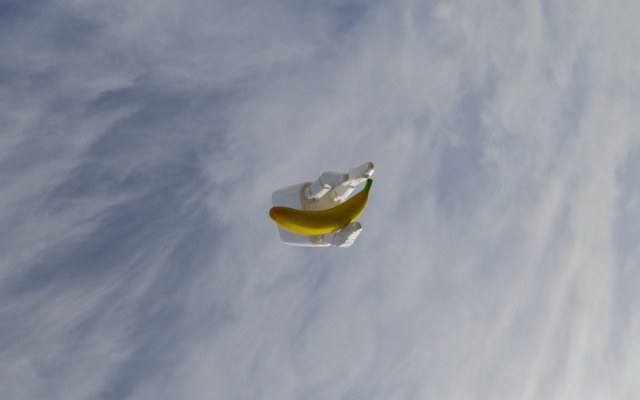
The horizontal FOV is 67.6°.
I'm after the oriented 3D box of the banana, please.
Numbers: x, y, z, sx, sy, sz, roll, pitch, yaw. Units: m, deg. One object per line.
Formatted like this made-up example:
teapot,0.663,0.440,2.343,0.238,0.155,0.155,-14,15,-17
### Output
banana,0.006,0.020,0.753,0.198,0.069,0.037,-18,13,-34
